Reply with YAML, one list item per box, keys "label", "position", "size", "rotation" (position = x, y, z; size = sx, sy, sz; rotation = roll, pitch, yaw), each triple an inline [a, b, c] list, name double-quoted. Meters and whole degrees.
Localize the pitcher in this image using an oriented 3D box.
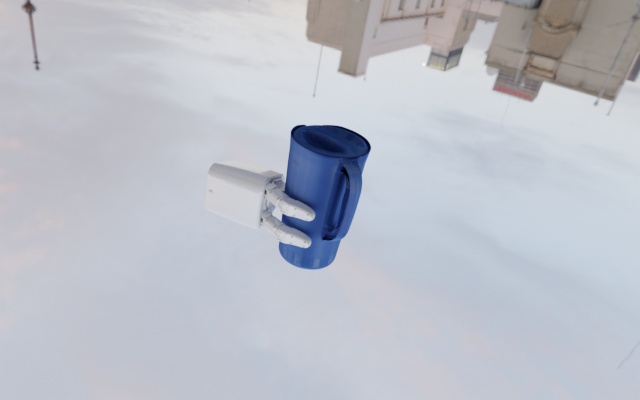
- label: "pitcher"
  position: [0.000, 0.003, 0.819]
  size: [0.145, 0.243, 0.149]
  rotation: [18, 30, 11]
